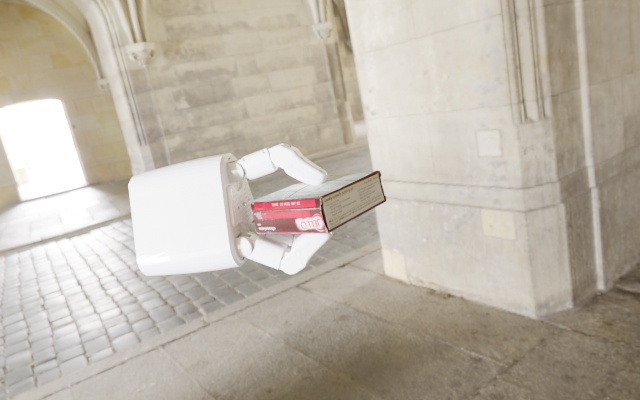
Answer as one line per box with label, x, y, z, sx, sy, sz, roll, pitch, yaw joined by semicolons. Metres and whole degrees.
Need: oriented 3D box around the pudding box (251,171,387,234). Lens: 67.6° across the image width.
pudding box;0.000;0.001;0.483;0.090;0.039;0.113;-2;16;38
